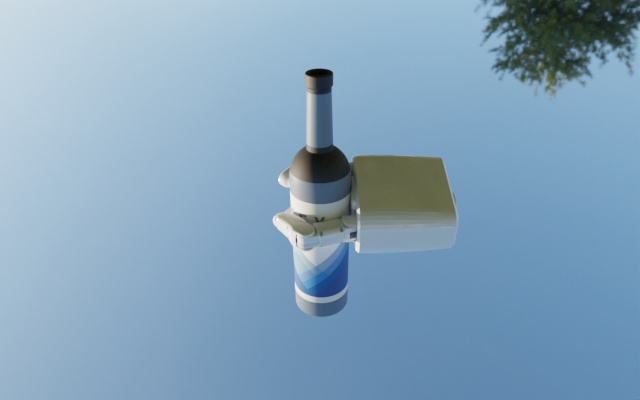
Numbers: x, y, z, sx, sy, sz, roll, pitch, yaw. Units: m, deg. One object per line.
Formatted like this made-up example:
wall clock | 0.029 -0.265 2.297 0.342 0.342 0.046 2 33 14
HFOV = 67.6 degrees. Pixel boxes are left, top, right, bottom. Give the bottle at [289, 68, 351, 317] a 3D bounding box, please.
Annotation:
bottle | 0.000 0.002 0.534 0.069 0.296 0.069 0 33 0
